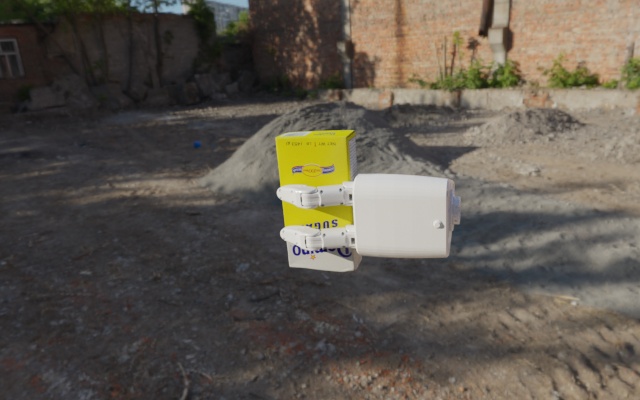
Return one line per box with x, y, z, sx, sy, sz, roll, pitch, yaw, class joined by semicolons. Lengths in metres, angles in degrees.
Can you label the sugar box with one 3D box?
0.000;0.002;0.603;0.093;0.176;0.048;2;18;19;sugar box
